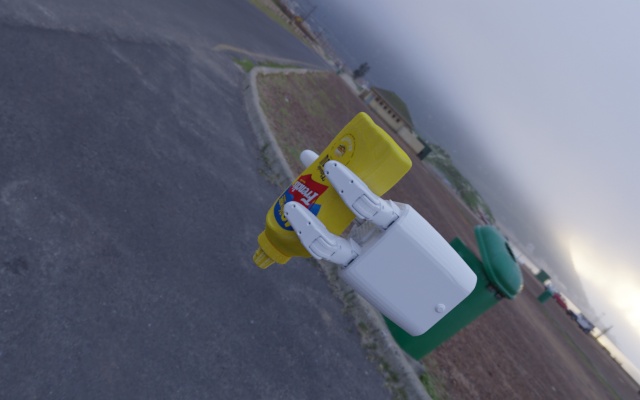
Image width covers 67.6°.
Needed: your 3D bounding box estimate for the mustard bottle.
[{"bbox_3d":[0.000,0.001,0.492,0.058,0.192,0.096,36,16,-34],"label":"mustard bottle"}]
